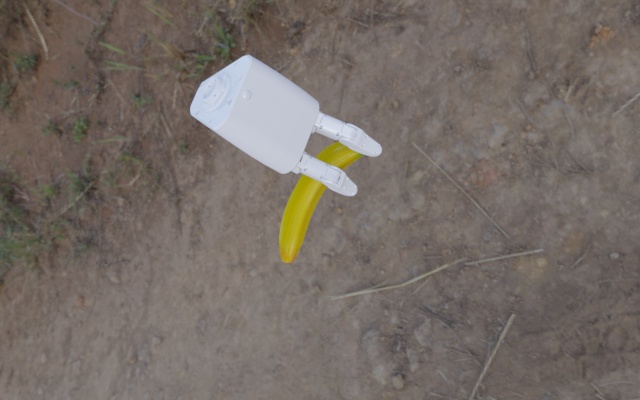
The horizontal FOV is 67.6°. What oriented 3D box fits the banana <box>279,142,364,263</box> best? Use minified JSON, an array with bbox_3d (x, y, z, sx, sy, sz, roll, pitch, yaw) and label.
[{"bbox_3d":[-0.007,-0.010,0.645,0.037,0.198,0.069,29,12,-42],"label":"banana"}]
